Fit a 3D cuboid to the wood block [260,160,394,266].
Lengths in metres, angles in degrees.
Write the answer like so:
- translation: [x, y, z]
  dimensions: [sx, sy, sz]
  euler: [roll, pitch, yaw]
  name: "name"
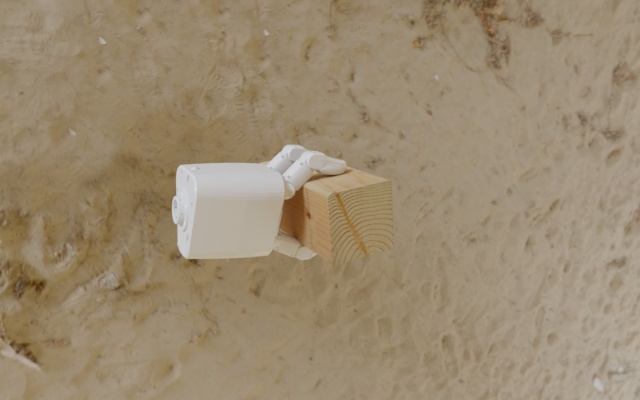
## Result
- translation: [0.000, 0.003, 0.643]
  dimensions: [0.090, 0.091, 0.206]
  euler: [-13, 20, -26]
  name: "wood block"
